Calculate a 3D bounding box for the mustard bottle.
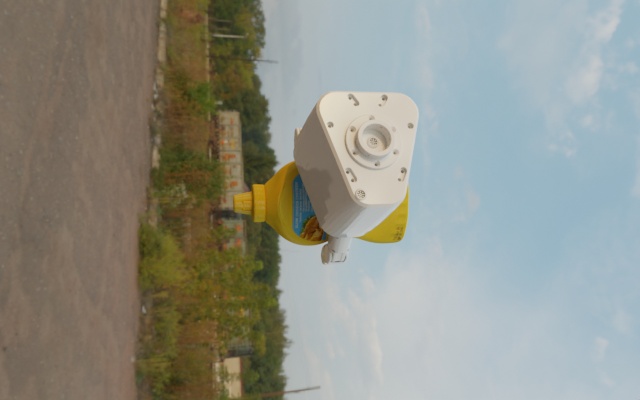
[{"bbox_3d":[0.000,0.002,0.533,0.191,0.096,0.058,-1,9,-13],"label":"mustard bottle"}]
